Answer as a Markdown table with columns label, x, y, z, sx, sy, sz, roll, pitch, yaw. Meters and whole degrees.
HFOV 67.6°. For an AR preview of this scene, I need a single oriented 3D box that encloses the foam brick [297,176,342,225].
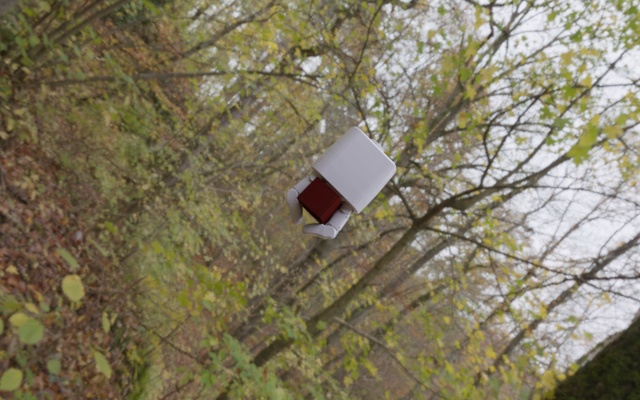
| label | x | y | z | sx | sy | sz | roll | pitch | yaw |
| --- | --- | --- | --- | --- | --- | --- | --- | --- | --- |
| foam brick | 0.000 | 0.003 | 0.805 | 0.053 | 0.051 | 0.078 | 44 | -5 | 13 |
